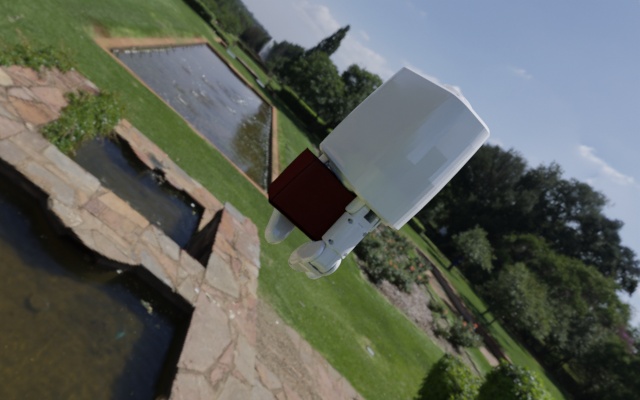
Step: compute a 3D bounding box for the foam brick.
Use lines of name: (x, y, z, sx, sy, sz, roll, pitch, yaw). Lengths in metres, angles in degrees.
foam brick: (0.000, 0.001, 0.409, 0.078, 0.051, 0.053, 43, 8, -18)
